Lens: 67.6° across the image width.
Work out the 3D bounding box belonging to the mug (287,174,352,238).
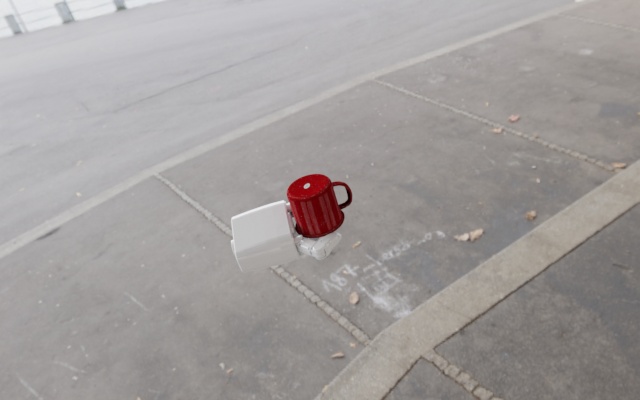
[{"bbox_3d":[0.001,0.002,0.845,0.117,0.081,0.093,-19,32,-3],"label":"mug"}]
